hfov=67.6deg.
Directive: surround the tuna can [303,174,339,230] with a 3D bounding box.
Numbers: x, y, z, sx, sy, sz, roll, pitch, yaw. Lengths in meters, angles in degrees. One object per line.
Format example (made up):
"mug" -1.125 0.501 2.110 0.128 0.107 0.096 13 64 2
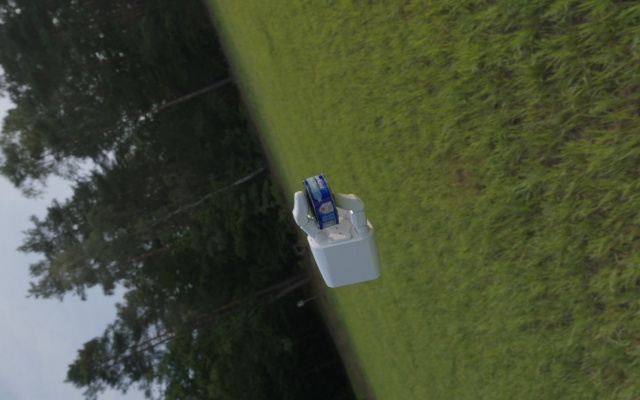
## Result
"tuna can" 0.000 0.003 0.761 0.034 0.086 0.086 -18 2 -7
